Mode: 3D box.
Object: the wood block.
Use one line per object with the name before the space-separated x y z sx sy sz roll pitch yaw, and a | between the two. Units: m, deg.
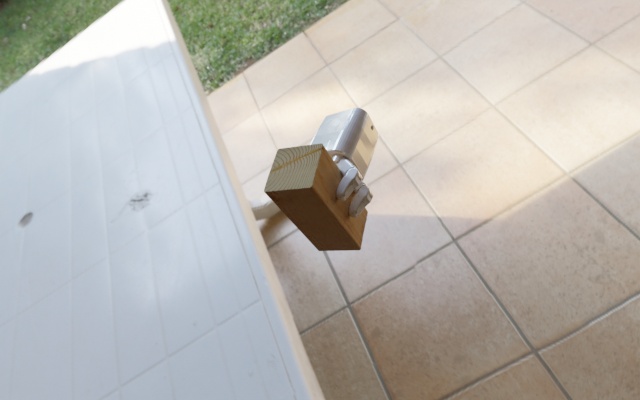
wood block | 0.000 0.002 0.836 0.091 0.090 0.206 -4 -34 28
